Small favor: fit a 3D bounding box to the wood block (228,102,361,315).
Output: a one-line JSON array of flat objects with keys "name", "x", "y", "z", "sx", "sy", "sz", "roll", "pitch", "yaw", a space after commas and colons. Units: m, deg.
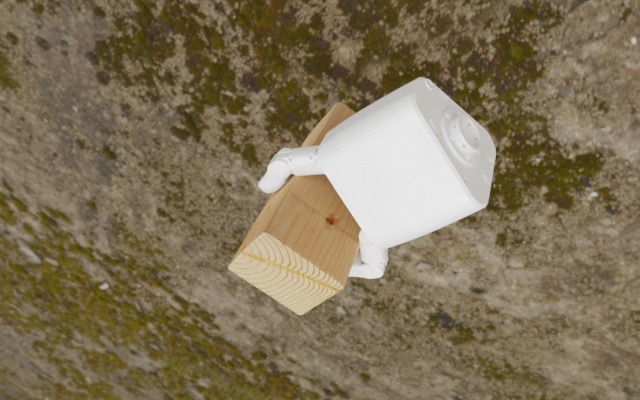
[{"name": "wood block", "x": 0.000, "y": 0.001, "z": 0.509, "sx": 0.091, "sy": 0.206, "sz": 0.090, "roll": 36, "pitch": -42, "yaw": -10}]
